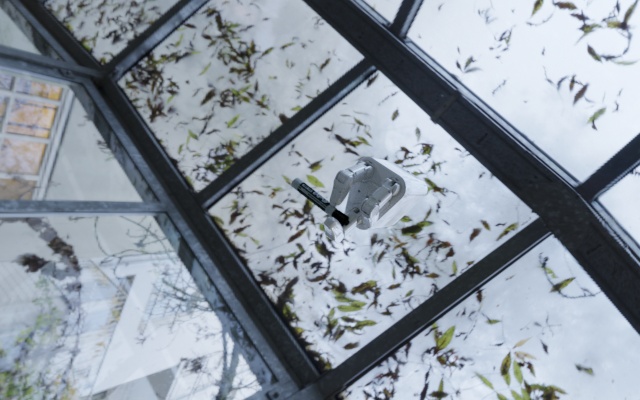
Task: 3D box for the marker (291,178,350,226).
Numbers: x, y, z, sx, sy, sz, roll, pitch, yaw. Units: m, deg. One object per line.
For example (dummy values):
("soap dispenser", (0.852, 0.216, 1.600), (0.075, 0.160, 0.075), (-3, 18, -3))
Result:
("marker", (0.000, 0.003, 0.763), (0.121, 0.020, 0.020), (38, 20, 28))
